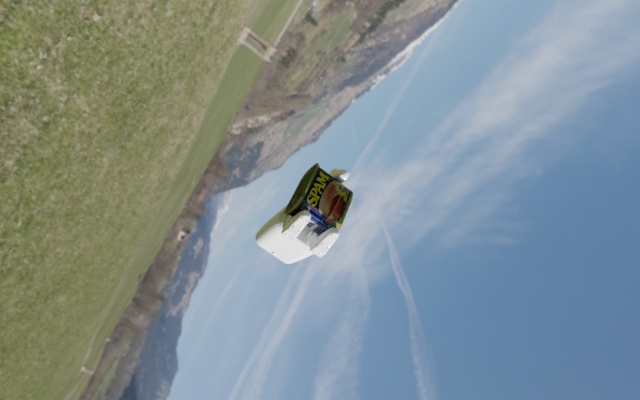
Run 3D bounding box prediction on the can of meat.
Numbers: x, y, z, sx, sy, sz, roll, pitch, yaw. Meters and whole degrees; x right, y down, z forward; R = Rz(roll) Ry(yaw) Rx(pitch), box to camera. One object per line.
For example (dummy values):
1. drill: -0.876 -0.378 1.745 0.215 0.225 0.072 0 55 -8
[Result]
1. can of meat: 0.000 0.003 0.798 0.084 0.102 0.057 36 -38 -14
